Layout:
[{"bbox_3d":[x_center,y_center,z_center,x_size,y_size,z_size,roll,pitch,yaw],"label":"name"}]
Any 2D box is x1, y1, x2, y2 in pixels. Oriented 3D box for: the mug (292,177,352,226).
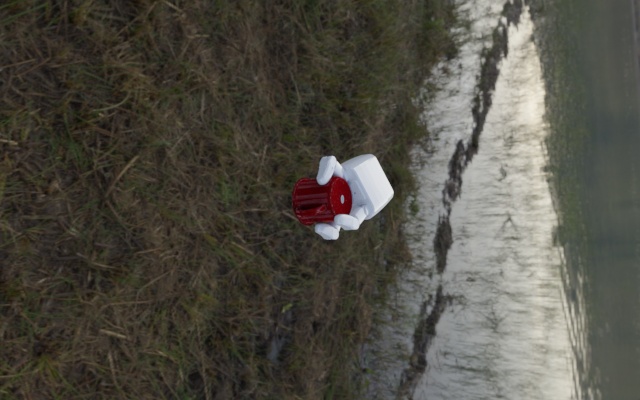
[{"bbox_3d":[0.000,0.003,0.878,0.081,0.093,0.117,-5,15,34],"label":"mug"}]
